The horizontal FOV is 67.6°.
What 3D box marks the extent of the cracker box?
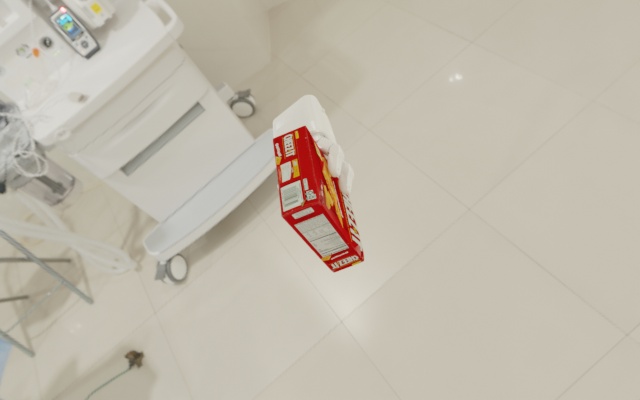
[{"bbox_3d":[0.000,0.003,0.821,0.072,0.164,0.214,-21,-38,13],"label":"cracker box"}]
